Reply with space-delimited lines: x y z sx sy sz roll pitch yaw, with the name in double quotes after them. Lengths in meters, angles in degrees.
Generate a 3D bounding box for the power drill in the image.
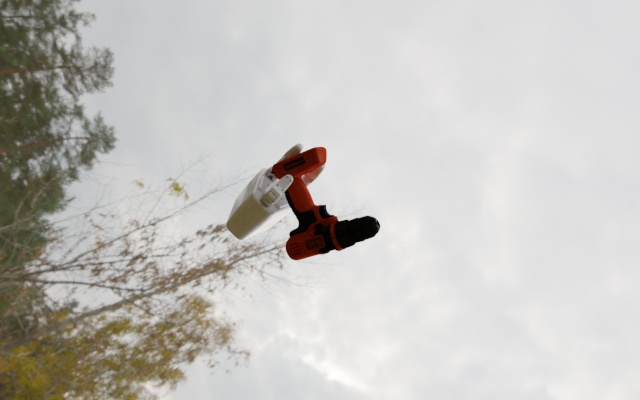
0.000 0.002 0.857 0.184 0.187 0.057 -19 -5 22 "power drill"
